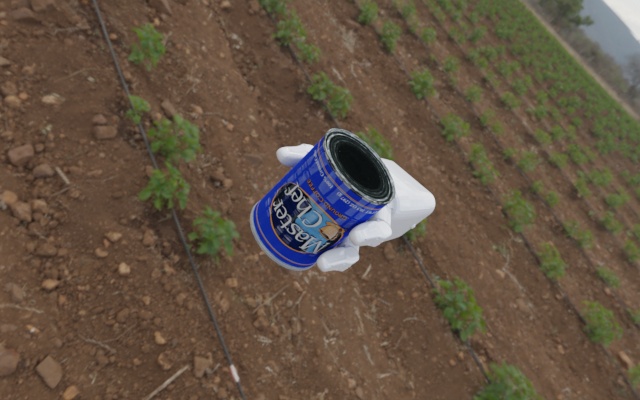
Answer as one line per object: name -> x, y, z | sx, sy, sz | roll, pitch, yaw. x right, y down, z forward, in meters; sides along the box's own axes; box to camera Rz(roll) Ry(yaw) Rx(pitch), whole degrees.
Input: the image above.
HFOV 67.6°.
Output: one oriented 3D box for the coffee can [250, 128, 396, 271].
coffee can -> 0.000, 0.002, 0.547 | 0.103, 0.102, 0.140 | 0, -35, -50
